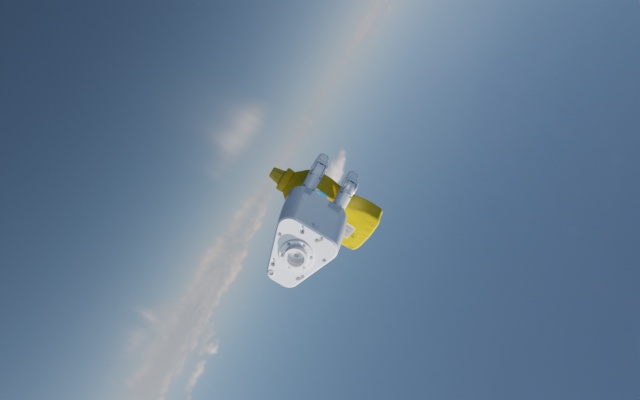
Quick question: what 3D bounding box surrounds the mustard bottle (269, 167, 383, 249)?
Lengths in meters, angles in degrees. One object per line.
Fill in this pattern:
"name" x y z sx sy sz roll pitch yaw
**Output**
"mustard bottle" 0.000 0.003 0.795 0.191 0.058 0.096 31 -43 -6
